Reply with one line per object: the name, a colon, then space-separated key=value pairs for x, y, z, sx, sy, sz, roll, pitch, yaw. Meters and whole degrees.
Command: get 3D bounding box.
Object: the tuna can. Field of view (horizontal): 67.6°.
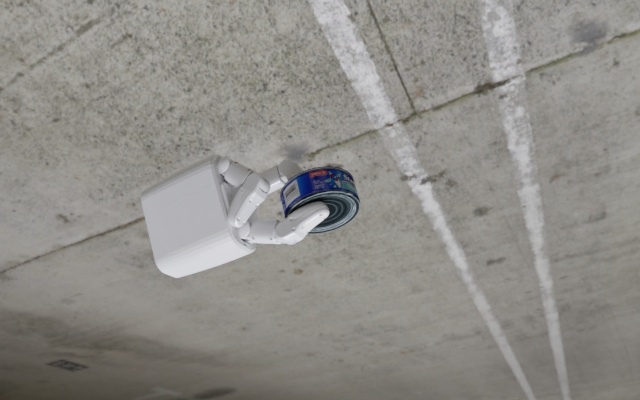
tuna can: x=0.000 y=0.002 z=0.529 sx=0.086 sy=0.033 sz=0.086 roll=-10 pitch=-33 yaw=-7
